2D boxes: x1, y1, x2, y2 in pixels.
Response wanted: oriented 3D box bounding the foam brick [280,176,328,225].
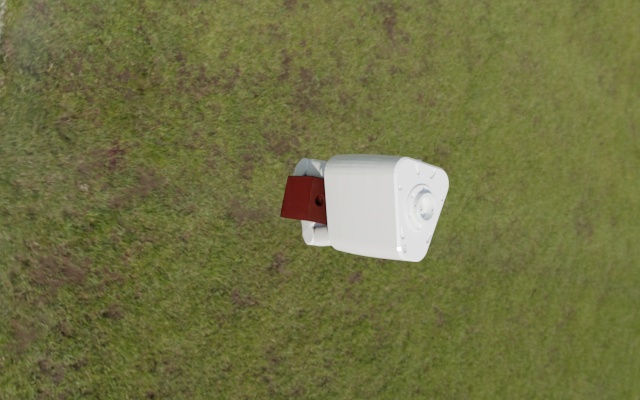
[{"bbox_3d":[0.000,0.002,0.581,0.078,0.053,0.051,11,-4,-40],"label":"foam brick"}]
